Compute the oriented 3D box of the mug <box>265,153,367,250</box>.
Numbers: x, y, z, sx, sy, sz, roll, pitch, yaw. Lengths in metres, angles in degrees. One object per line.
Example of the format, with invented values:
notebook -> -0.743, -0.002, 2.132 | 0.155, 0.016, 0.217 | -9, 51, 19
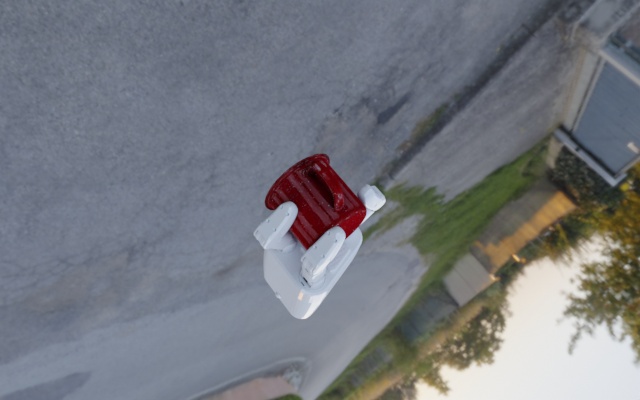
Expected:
mug -> 0.001, 0.001, 0.528 | 0.093, 0.081, 0.117 | -31, -20, -27
